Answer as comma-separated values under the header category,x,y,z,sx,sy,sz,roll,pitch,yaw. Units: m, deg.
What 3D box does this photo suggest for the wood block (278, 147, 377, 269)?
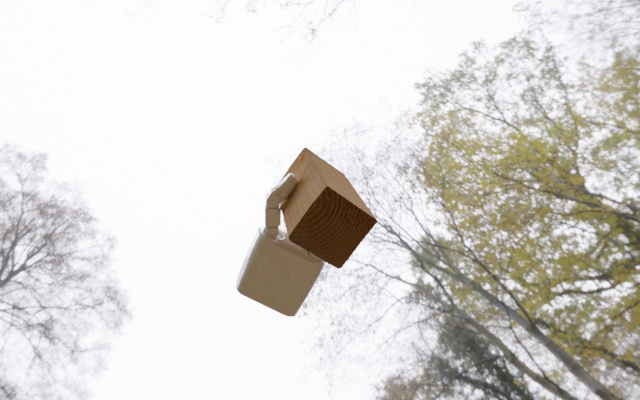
category,x,y,z,sx,sy,sz,roll,pitch,yaw
wood block,0.000,0.002,0.722,0.091,0.090,0.206,33,12,-20
